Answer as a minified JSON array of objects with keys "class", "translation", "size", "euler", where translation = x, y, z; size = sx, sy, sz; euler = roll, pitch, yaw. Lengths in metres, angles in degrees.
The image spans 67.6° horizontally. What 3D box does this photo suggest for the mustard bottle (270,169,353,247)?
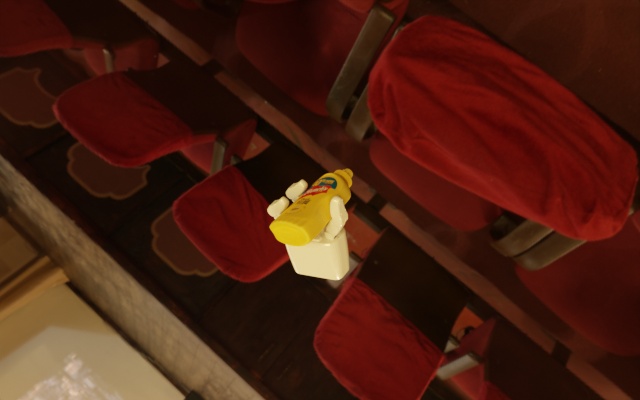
[{"class":"mustard bottle","translation":[0.000,0.003,0.869],"size":[0.096,0.058,0.191],"euler":[-4,33,49]}]
